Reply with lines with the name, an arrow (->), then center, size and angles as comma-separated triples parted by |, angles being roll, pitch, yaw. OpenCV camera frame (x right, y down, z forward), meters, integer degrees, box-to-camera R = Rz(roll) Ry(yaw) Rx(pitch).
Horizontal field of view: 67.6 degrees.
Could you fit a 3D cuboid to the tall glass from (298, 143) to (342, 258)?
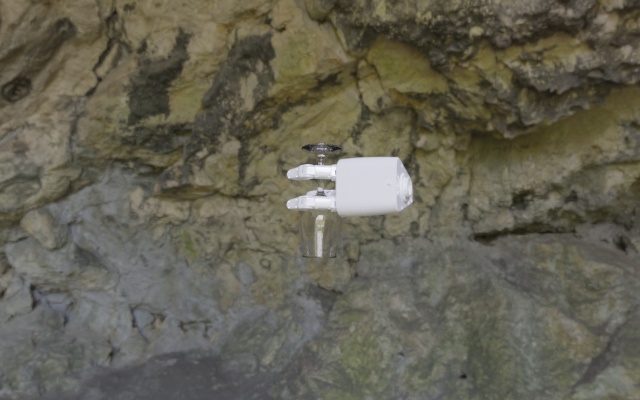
tall glass -> 0.000, 0.002, 0.865 | 0.079, 0.201, 0.079 | 1, -8, 0
